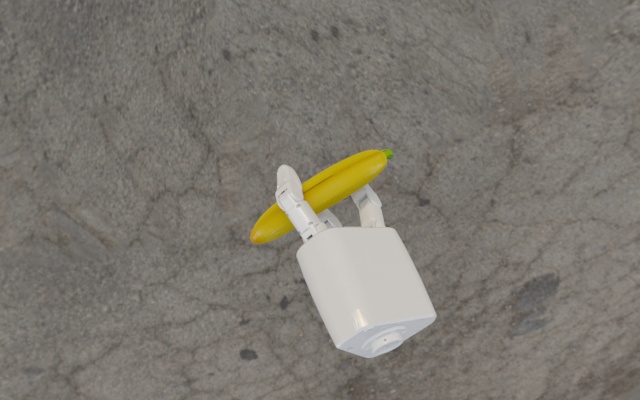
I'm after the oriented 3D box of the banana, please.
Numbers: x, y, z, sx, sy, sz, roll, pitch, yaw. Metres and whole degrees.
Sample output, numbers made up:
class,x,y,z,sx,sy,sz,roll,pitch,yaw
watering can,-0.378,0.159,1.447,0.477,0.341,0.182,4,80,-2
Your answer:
class,x,y,z,sx,sy,sz,roll,pitch,yaw
banana,-0.001,-0.004,0.538,0.198,0.037,0.070,-30,-16,3
